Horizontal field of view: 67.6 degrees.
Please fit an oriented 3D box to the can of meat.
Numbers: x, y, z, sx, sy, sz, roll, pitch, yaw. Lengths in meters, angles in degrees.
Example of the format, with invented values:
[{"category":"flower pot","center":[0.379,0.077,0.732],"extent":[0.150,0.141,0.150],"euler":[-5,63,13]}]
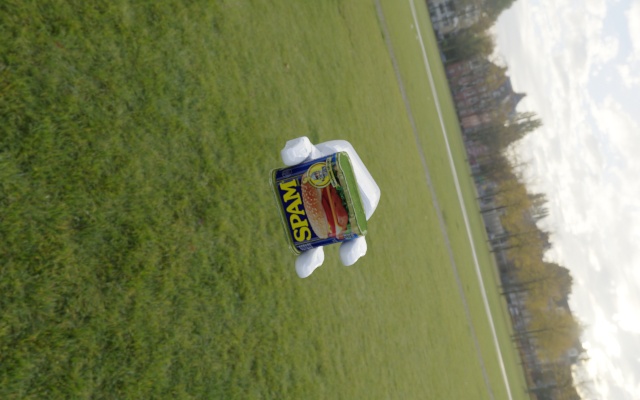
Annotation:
[{"category":"can of meat","center":[0.000,0.002,0.536],"extent":[0.084,0.102,0.057],"euler":[-15,4,18]}]
